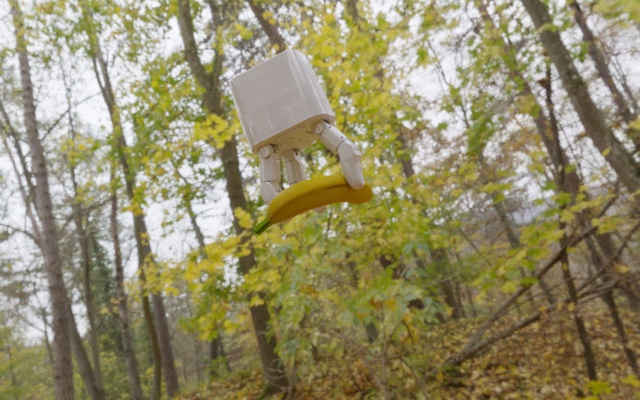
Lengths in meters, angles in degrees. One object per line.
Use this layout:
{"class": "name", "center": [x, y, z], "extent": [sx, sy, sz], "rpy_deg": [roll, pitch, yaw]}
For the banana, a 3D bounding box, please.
{"class": "banana", "center": [0.007, -0.006, 0.607], "extent": [0.198, 0.037, 0.070], "rpy_deg": [-13, -20, -38]}
